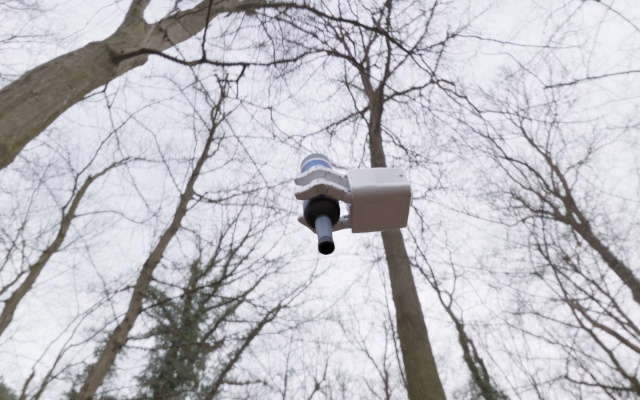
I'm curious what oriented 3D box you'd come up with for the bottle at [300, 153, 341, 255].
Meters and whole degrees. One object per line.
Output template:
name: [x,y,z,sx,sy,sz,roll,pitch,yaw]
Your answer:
bottle: [0.000,0.003,0.870,0.069,0.069,0.295,0,29,-4]
